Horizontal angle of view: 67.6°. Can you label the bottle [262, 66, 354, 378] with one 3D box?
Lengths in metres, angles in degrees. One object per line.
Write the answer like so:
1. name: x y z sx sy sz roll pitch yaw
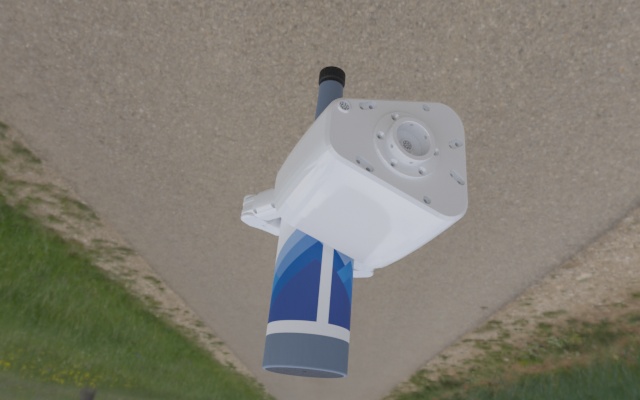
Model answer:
1. bottle: 0.000 0.002 0.433 0.069 0.295 0.069 4 -25 2
